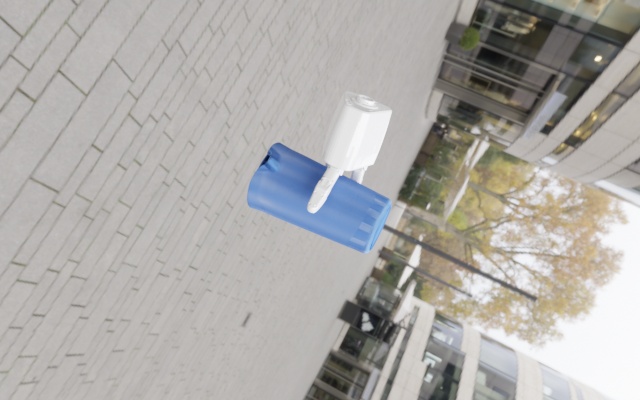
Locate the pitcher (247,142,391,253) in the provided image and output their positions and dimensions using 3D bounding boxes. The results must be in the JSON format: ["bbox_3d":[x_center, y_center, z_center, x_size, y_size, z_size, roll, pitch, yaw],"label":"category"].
[{"bbox_3d":[0.000,0.003,0.878,0.243,0.145,0.149,25,25,11],"label":"pitcher"}]
